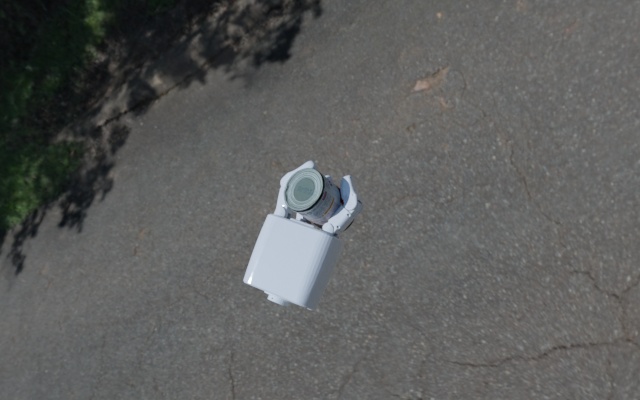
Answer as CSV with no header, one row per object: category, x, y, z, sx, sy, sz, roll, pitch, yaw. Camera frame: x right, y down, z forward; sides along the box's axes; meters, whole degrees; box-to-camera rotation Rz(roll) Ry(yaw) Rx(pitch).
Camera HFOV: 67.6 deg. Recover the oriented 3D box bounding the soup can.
soup can,0.000,0.002,0.700,0.068,0.068,0.102,0,-21,32
